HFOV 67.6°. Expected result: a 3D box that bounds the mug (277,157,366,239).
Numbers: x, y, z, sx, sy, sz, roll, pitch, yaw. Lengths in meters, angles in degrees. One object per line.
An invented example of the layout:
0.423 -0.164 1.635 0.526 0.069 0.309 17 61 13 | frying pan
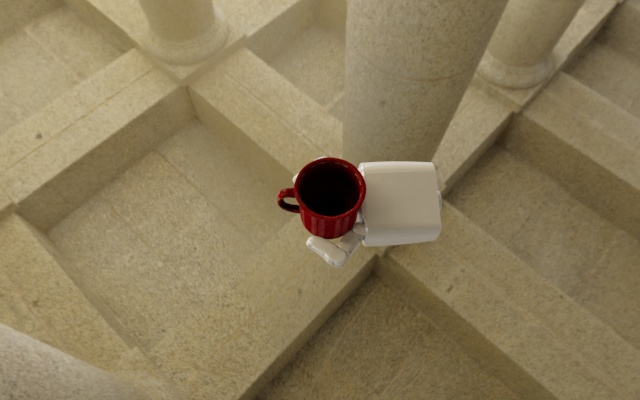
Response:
-0.001 0.002 0.648 0.117 0.093 0.081 -1 -27 -1 | mug
